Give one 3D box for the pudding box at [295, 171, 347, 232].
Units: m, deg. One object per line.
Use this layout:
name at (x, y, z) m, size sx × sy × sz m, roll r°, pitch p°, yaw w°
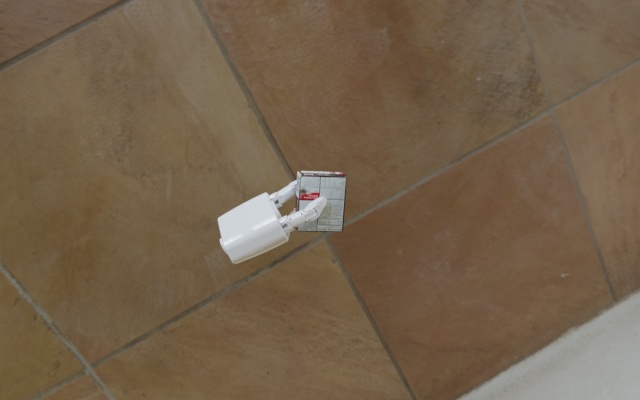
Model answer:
pudding box at (0.000, 0.003, 0.894) m, size 0.090 × 0.113 × 0.039 m, roll 1°, pitch 16°, yaw -11°
